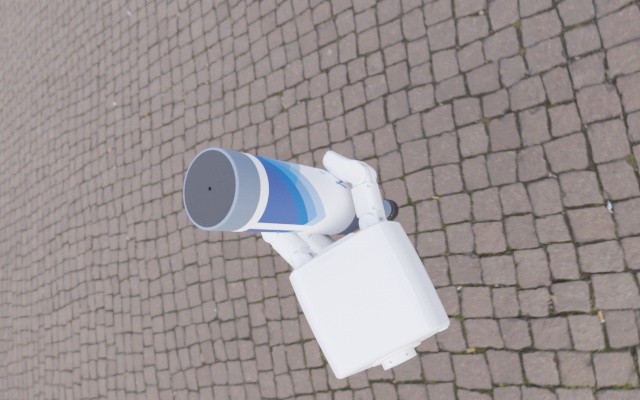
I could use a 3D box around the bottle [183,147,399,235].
[{"bbox_3d":[0.000,0.002,0.494,0.069,0.069,0.296,0,-4,37],"label":"bottle"}]
